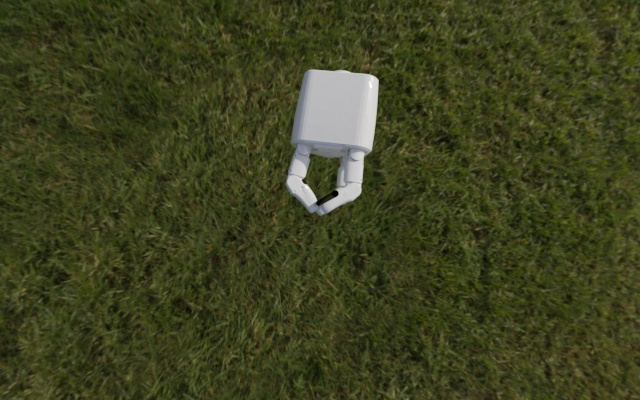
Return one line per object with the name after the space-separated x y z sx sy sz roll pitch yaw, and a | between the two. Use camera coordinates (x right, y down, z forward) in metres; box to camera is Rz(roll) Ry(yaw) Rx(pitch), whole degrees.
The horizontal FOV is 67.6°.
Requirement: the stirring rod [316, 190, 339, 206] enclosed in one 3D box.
0.000 0.002 0.648 0.011 0.011 0.239 0 -5 -8 | stirring rod
